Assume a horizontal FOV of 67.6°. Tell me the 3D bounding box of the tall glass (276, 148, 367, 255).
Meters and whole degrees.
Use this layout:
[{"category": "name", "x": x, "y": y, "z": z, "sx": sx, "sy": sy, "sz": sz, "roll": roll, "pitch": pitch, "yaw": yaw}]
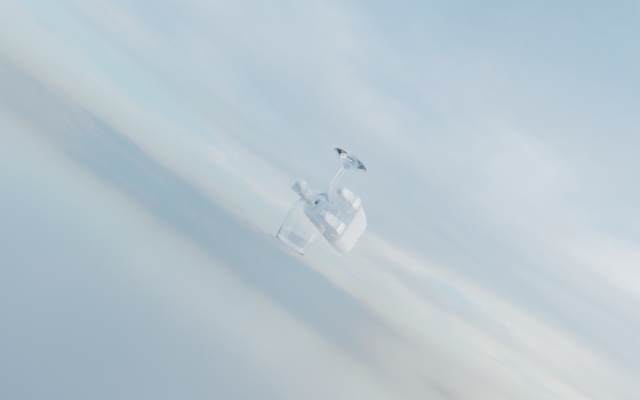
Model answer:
[{"category": "tall glass", "x": 0.000, "y": 0.002, "z": 0.889, "sx": 0.079, "sy": 0.201, "sz": 0.079, "roll": 34, "pitch": -10, "yaw": 7}]
